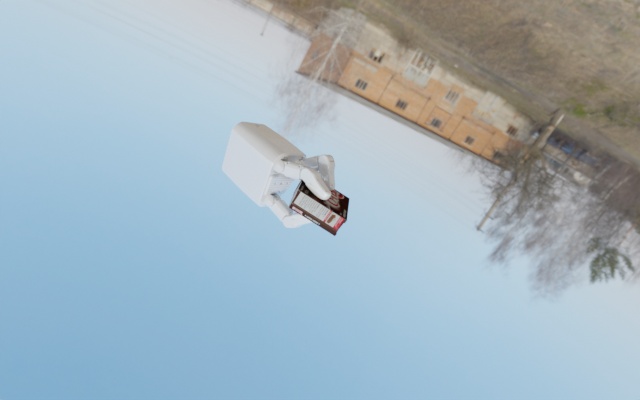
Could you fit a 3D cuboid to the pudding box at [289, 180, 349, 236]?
[{"bbox_3d":[0.000,0.003,0.779,0.090,0.039,0.113,31,20,-5],"label":"pudding box"}]
